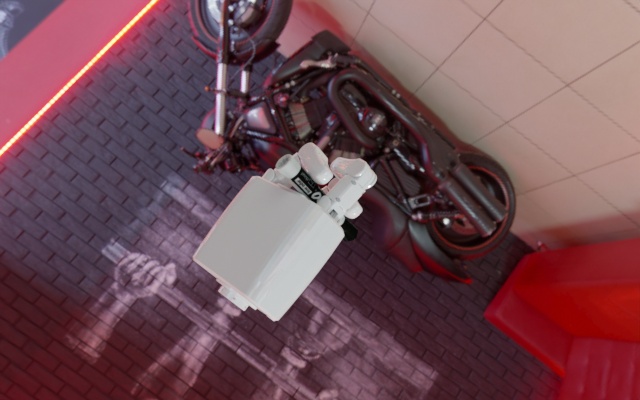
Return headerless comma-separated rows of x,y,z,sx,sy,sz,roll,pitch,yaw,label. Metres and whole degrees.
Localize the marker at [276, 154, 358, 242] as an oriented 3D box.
0.000,0.001,0.472,0.020,0.020,0.121,0,-39,47,marker
